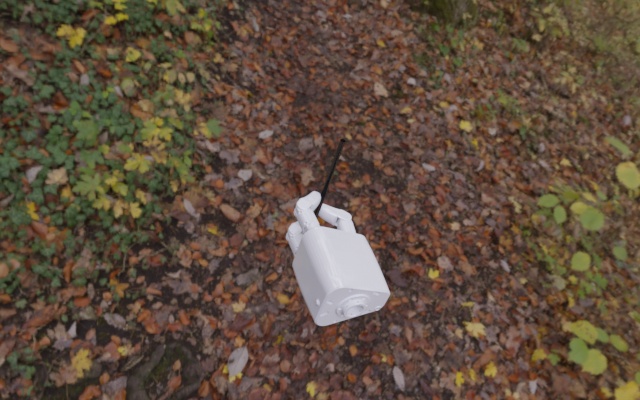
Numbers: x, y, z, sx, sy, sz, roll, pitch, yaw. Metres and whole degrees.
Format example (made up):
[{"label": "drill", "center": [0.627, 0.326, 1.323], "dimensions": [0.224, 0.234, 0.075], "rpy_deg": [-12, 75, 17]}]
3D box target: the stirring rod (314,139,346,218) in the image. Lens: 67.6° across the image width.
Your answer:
[{"label": "stirring rod", "center": [0.000, 0.003, 0.756], "dimensions": [0.011, 0.240, 0.011], "rpy_deg": [12, 40, -10]}]
